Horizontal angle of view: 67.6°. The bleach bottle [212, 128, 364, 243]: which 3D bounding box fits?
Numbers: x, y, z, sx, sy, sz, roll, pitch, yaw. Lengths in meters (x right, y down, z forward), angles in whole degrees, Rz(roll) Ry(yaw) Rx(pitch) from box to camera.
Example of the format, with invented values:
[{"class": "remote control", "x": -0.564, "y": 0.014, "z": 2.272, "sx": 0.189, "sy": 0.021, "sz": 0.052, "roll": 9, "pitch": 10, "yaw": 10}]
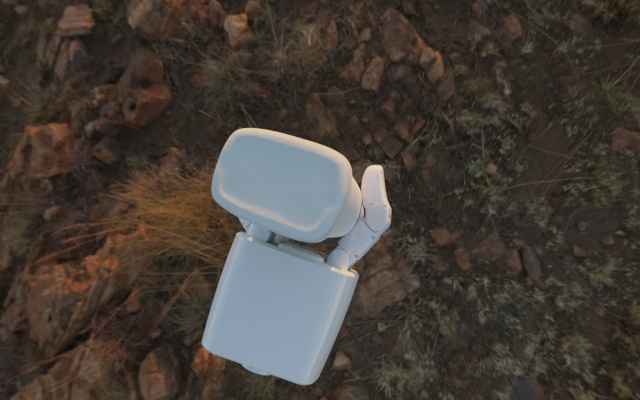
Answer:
[{"class": "bleach bottle", "x": 0.000, "y": 0.001, "z": 0.444, "sx": 0.102, "sy": 0.068, "sz": 0.251, "roll": 19, "pitch": -2, "yaw": 16}]
